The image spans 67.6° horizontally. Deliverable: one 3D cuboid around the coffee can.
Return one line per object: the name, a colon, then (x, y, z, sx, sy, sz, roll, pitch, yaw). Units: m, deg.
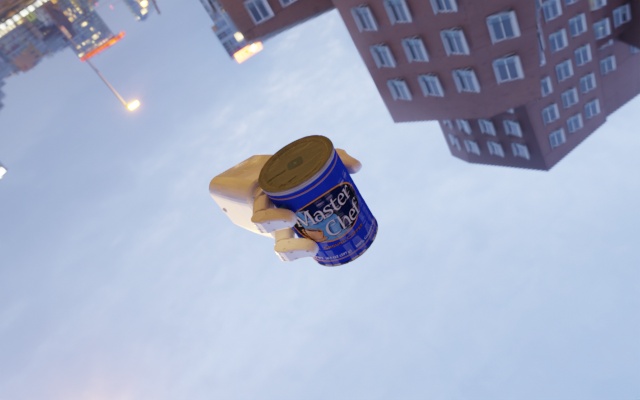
coffee can: (0.000, 0.002, 0.612, 0.103, 0.102, 0.140, 0, -44, 39)
